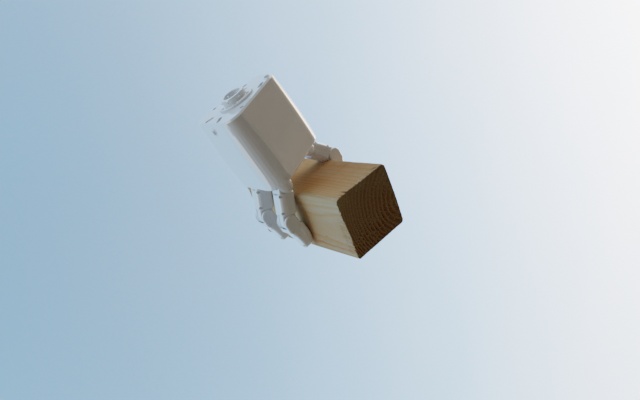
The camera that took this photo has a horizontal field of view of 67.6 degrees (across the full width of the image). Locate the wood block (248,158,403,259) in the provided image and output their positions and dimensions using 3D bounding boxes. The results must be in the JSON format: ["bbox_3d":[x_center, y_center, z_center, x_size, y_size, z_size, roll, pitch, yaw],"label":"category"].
[{"bbox_3d":[0.000,0.002,0.667,0.090,0.090,0.206,-37,28,-28],"label":"wood block"}]
